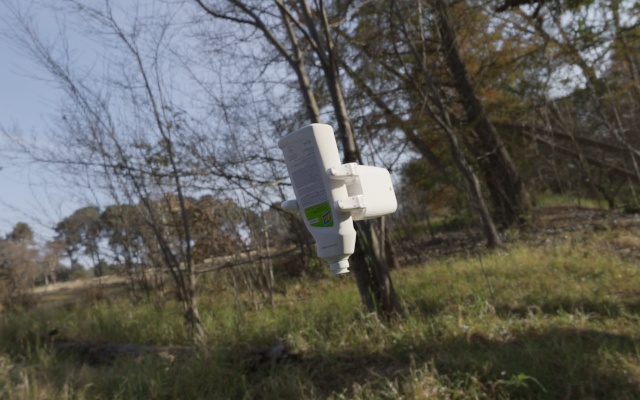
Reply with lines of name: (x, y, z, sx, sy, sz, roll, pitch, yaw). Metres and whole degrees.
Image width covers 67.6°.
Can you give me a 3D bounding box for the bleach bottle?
bleach bottle: (0.000, 0.003, 0.817, 0.102, 0.251, 0.068, -20, -11, 41)
